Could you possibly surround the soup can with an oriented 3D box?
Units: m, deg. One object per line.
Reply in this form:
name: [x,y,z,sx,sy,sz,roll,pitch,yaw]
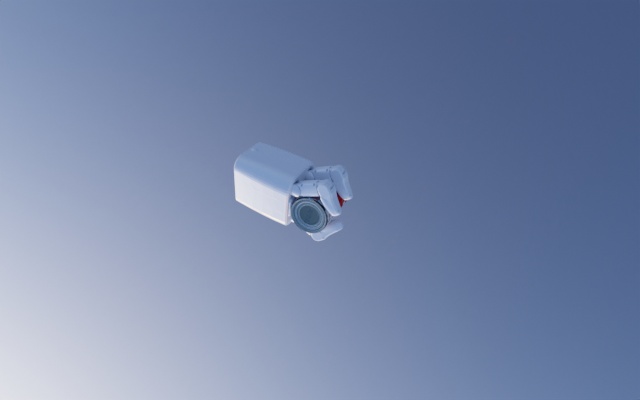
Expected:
soup can: [0.000,0.003,0.811,0.068,0.068,0.102,0,26,26]
